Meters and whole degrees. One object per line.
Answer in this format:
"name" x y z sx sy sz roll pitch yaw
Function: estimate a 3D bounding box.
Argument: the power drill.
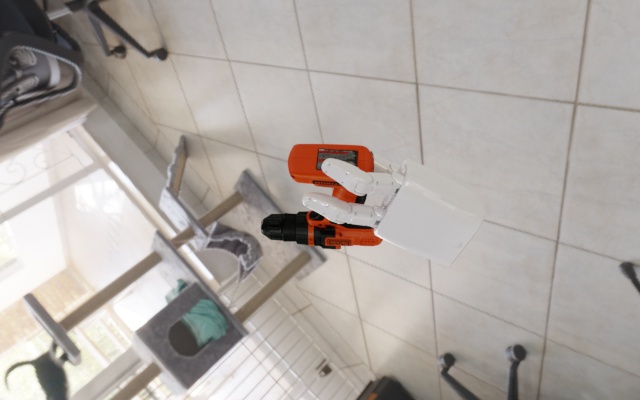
"power drill" 0.000 0.002 0.656 0.184 0.057 0.188 1 -34 3
